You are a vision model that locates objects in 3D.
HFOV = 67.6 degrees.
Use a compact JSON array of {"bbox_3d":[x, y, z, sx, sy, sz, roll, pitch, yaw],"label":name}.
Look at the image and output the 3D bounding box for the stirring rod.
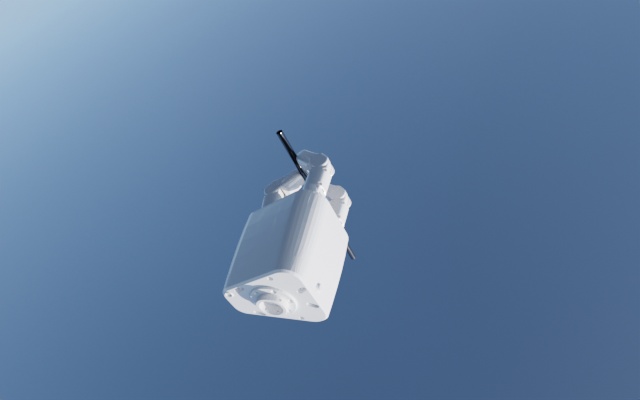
[{"bbox_3d":[0.000,0.002,0.630,0.011,0.011,0.240,0,-43,33],"label":"stirring rod"}]
